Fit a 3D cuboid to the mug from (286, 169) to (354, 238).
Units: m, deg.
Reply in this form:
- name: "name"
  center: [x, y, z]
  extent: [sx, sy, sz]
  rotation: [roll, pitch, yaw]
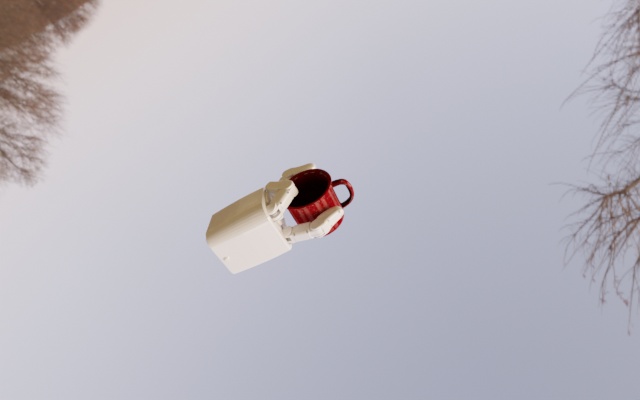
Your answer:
- name: "mug"
  center: [0.001, 0.002, 0.793]
  extent: [0.117, 0.081, 0.093]
  rotation: [-25, 39, 5]
